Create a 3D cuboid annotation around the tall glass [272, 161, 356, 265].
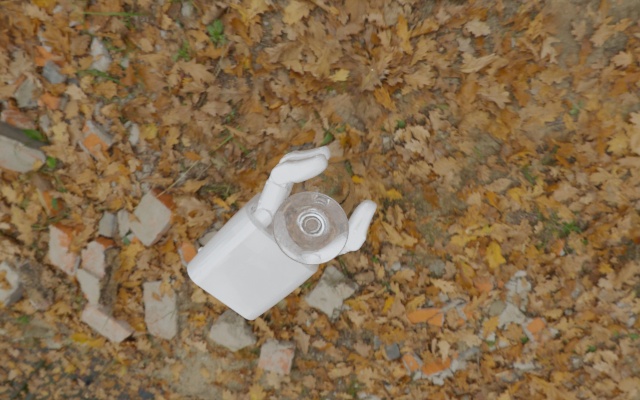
[{"bbox_3d":[0.000,0.002,0.552,0.079,0.079,0.201,0,15,6],"label":"tall glass"}]
